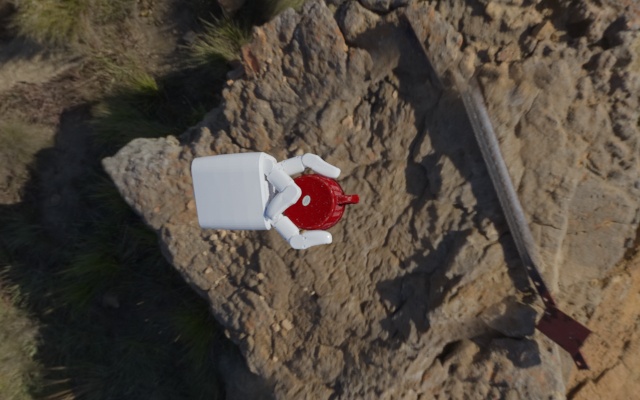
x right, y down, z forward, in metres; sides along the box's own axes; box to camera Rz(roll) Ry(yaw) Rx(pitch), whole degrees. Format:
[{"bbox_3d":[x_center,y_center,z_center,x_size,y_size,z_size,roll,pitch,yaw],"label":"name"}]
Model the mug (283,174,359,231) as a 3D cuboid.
[{"bbox_3d":[0.002,0.002,0.725,0.117,0.093,0.081,-2,-1,10],"label":"mug"}]
